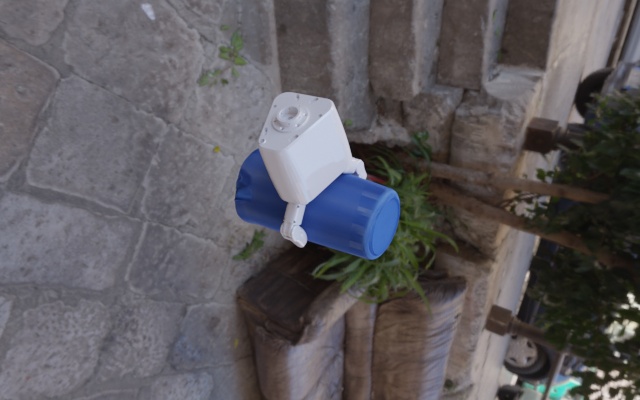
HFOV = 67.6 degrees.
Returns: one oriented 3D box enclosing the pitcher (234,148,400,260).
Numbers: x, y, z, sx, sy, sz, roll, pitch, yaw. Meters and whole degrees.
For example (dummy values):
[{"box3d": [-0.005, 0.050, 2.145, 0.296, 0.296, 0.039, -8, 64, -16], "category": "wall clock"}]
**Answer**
[{"box3d": [0.000, 0.002, 0.753, 0.243, 0.149, 0.145, 18, -29, 29], "category": "pitcher"}]
